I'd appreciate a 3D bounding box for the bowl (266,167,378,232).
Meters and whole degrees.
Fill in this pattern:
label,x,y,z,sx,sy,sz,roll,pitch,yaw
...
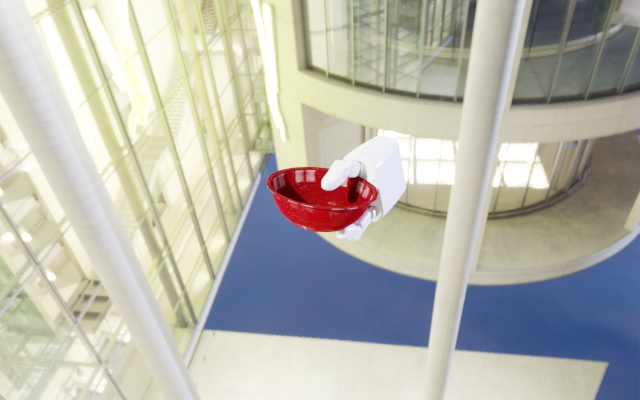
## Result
label,x,y,z,sx,sy,sz,roll,pitch,yaw
bowl,-0.001,0.003,0.697,0.162,0.055,0.162,6,22,-3
